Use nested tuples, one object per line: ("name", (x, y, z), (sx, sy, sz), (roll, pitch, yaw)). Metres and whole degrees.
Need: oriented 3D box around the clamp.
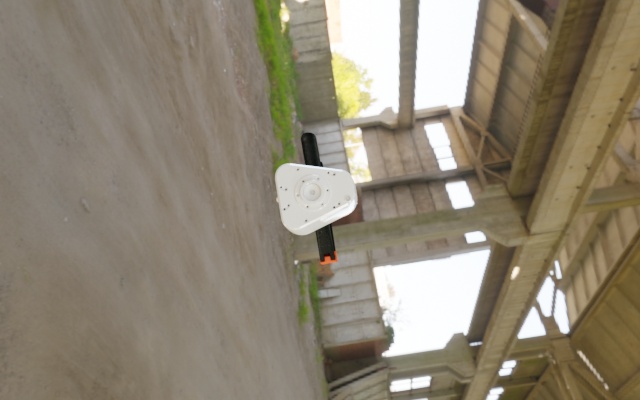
("clamp", (0.001, 0.003, 0.819), (0.036, 0.210, 0.164), (-9, -6, 4))
